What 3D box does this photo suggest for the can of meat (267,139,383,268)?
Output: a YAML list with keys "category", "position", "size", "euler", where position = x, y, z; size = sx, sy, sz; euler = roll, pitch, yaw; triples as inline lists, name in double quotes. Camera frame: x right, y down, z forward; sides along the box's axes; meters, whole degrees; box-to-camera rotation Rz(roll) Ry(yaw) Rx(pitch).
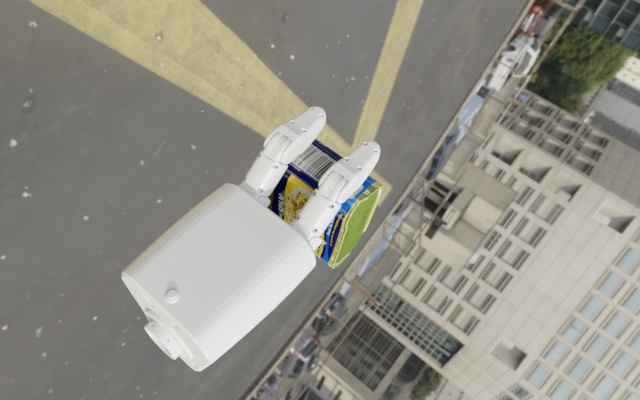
- category: "can of meat"
  position: [0.000, 0.002, 0.425]
  size: [0.084, 0.102, 0.057]
  euler: [37, 55, 17]
